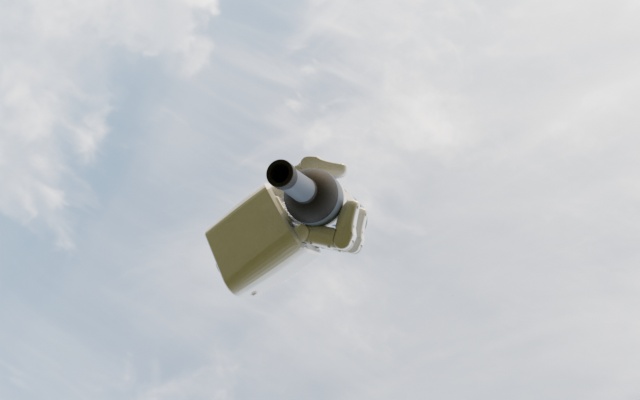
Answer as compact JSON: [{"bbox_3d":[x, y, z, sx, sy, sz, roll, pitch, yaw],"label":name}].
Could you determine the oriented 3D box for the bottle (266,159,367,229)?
[{"bbox_3d":[0.000,0.002,0.586,0.069,0.069,0.296,0,-11,15],"label":"bottle"}]
